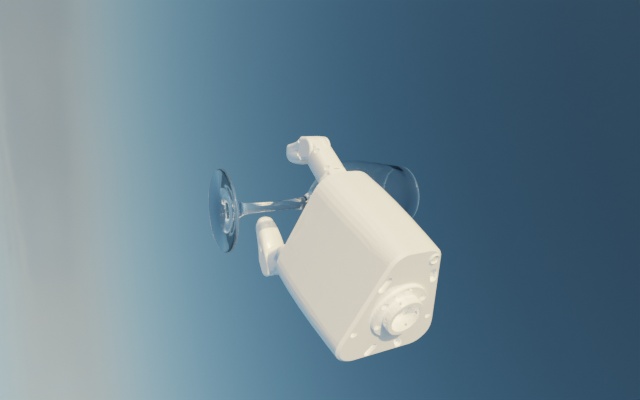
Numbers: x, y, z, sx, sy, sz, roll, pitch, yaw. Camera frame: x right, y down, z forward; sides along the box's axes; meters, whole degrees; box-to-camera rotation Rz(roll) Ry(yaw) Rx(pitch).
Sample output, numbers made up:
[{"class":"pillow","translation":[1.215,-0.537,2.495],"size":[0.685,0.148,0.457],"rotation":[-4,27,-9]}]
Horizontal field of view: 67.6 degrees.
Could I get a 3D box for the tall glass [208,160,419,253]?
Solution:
[{"class":"tall glass","translation":[-0.001,0.001,0.465],"size":[0.201,0.079,0.079],"rotation":[-5,3,-30]}]
